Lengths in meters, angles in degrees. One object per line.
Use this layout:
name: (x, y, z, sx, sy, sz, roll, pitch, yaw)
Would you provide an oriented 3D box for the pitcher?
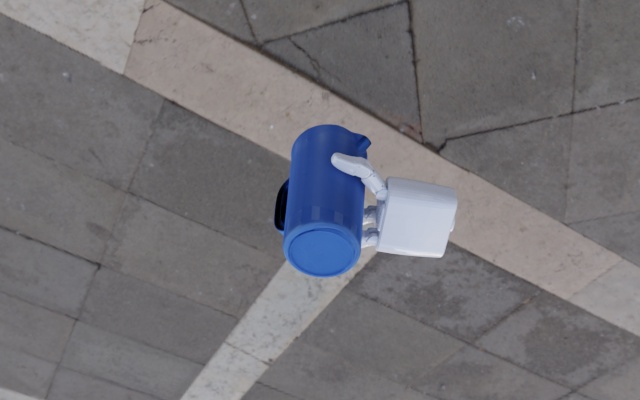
pitcher: (0.000, 0.002, 0.744, 0.145, 0.149, 0.242, 9, 39, -3)
